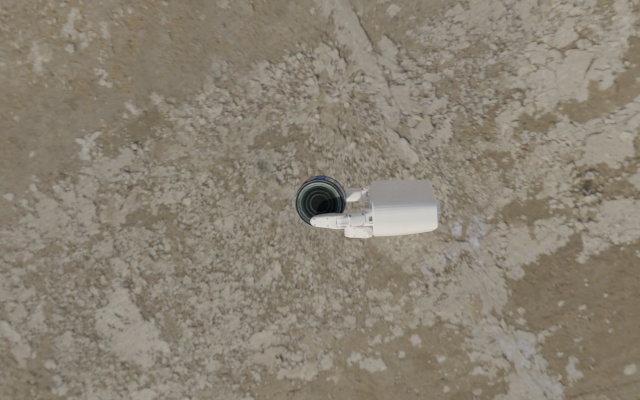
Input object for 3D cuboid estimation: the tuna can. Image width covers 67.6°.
[{"bbox_3d":[0.000,0.003,0.804,0.086,0.086,0.033,0,13,8],"label":"tuna can"}]
